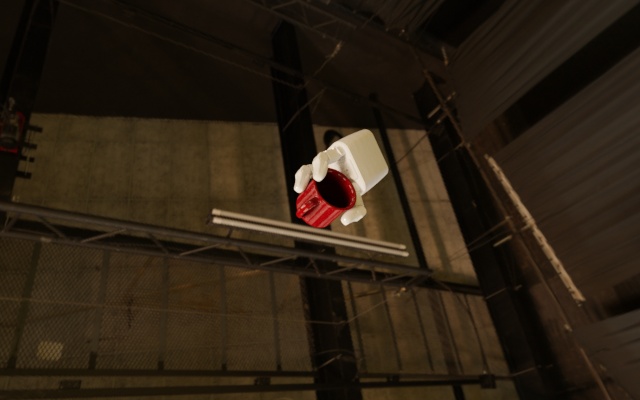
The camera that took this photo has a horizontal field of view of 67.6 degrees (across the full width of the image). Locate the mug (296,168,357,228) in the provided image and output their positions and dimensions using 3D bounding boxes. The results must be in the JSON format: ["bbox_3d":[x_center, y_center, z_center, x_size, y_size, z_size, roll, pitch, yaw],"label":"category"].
[{"bbox_3d":[-0.001,0.004,0.890,0.117,0.093,0.081,-31,-10,-45],"label":"mug"}]
